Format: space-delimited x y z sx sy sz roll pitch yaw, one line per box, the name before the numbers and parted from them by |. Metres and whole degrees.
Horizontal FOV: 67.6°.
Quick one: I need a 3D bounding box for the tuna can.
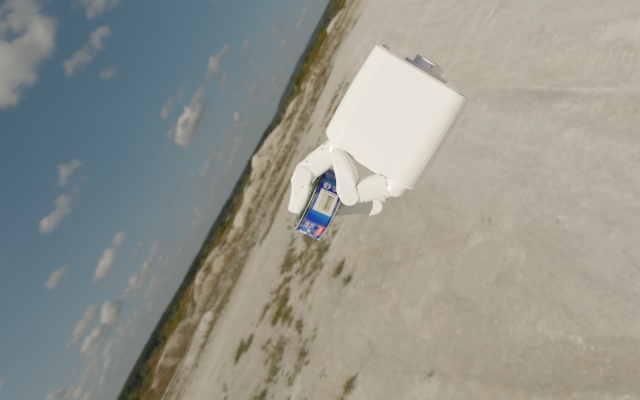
tuna can | 0.000 0.002 0.570 0.034 0.086 0.086 23 -3 -8
